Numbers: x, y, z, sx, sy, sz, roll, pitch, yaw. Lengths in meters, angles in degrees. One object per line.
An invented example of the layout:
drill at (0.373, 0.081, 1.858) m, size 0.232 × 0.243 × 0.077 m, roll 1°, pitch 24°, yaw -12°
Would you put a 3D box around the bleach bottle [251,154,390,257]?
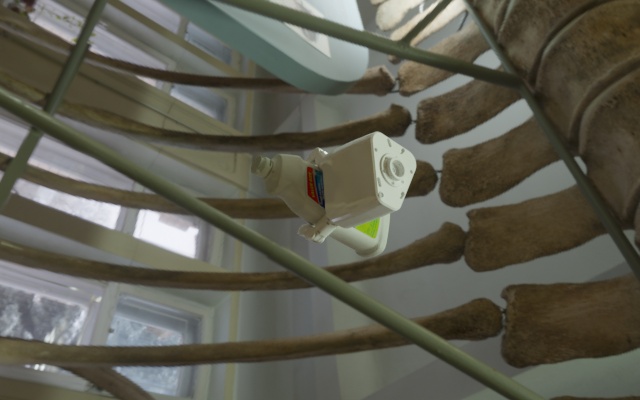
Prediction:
bleach bottle at (0.000, 0.002, 0.762) m, size 0.251 × 0.102 × 0.068 m, roll 27°, pitch -28°, yaw -30°
